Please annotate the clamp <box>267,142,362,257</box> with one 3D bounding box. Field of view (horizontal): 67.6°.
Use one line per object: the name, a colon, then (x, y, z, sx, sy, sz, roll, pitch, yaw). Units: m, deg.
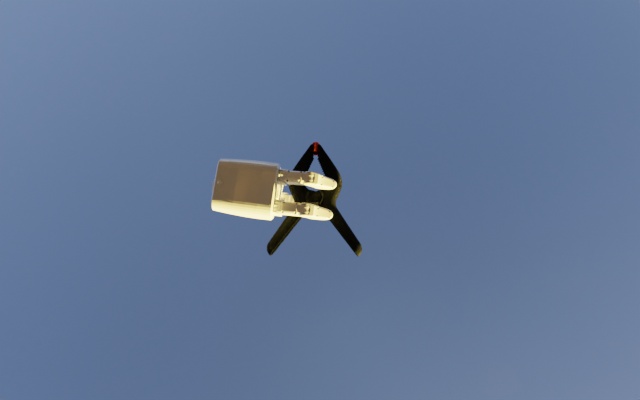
clamp: (0.000, 0.002, 0.846, 0.164, 0.210, 0.036, 8, -10, 0)
